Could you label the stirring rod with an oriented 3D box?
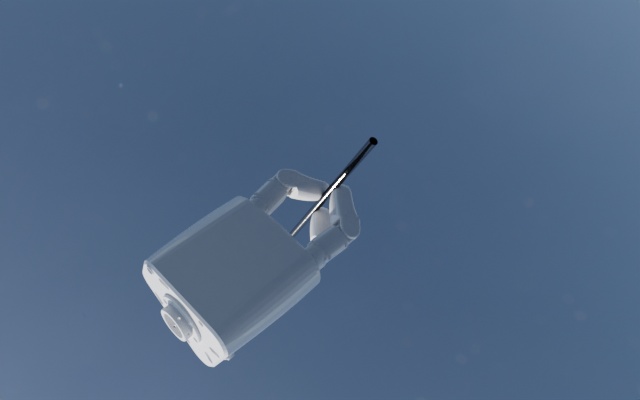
[{"bbox_3d":[0.000,0.002,0.498,0.011,0.011,0.240,0,-25,-24],"label":"stirring rod"}]
